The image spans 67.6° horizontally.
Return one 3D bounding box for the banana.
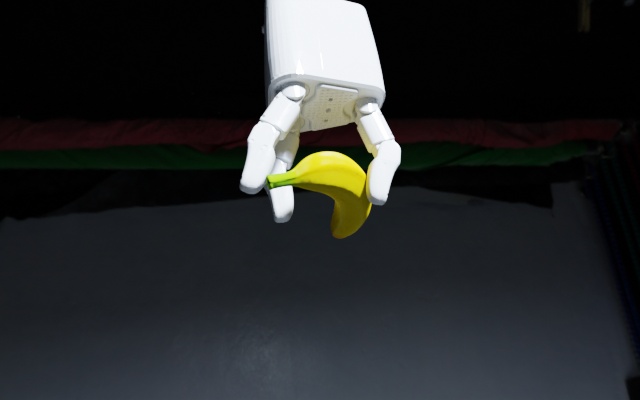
[{"bbox_3d":[0.016,-0.004,0.459,0.069,0.037,0.198,-15,-23,14],"label":"banana"}]
